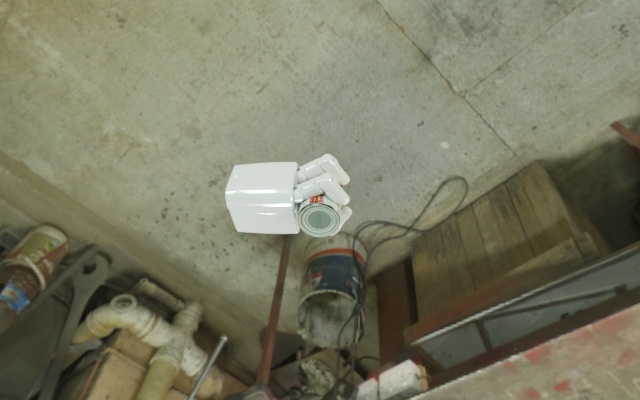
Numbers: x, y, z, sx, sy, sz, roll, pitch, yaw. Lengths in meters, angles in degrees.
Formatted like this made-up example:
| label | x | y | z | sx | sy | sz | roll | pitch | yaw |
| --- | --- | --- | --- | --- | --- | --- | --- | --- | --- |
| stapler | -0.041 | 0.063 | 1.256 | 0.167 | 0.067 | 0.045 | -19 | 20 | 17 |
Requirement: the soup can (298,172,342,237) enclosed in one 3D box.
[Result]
| label | x | y | z | sx | sy | sz | roll | pitch | yaw |
| --- | --- | --- | --- | --- | --- | --- | --- | --- | --- |
| soup can | 0.001 | 0.003 | 0.775 | 0.068 | 0.069 | 0.102 | 0 | 36 | 4 |
